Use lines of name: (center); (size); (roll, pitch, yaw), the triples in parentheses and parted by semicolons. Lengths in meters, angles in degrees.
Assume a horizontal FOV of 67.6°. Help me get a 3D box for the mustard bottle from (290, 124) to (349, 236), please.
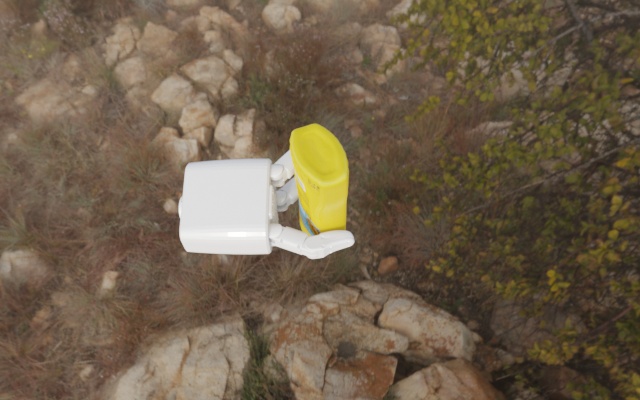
mustard bottle: (0.000, 0.002, 0.603); (0.058, 0.096, 0.192); (-20, -34, -13)
